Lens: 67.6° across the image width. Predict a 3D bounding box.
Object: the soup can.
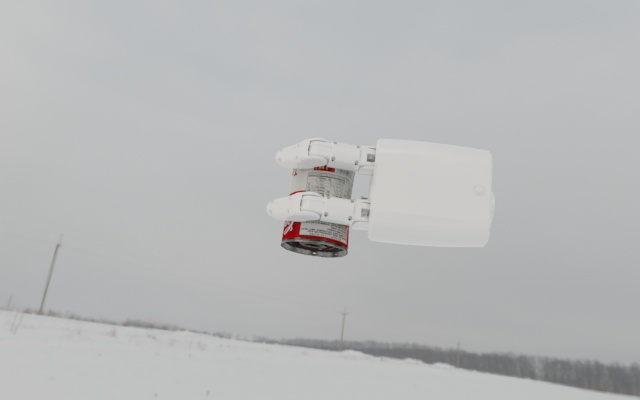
[{"bbox_3d":[0.000,0.001,0.493,0.068,0.102,0.068,7,-17,2],"label":"soup can"}]
